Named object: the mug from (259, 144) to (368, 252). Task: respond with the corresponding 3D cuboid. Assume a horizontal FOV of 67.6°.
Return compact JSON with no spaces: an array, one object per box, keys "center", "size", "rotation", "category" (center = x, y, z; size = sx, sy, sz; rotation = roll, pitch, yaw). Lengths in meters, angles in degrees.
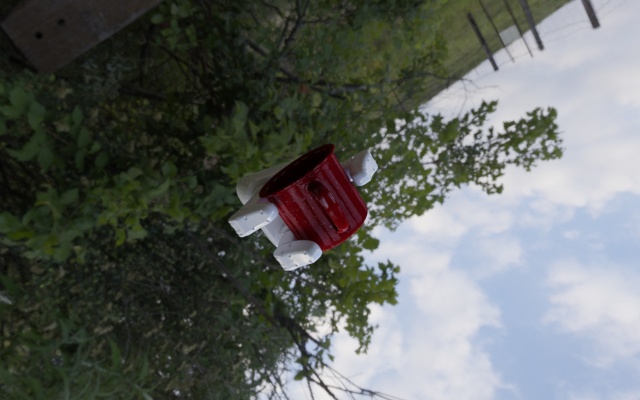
[{"center":[0.001,0.002,0.487],"size":[0.093,0.081,0.117],"rotation":[-37,16,-9],"category":"mug"}]
